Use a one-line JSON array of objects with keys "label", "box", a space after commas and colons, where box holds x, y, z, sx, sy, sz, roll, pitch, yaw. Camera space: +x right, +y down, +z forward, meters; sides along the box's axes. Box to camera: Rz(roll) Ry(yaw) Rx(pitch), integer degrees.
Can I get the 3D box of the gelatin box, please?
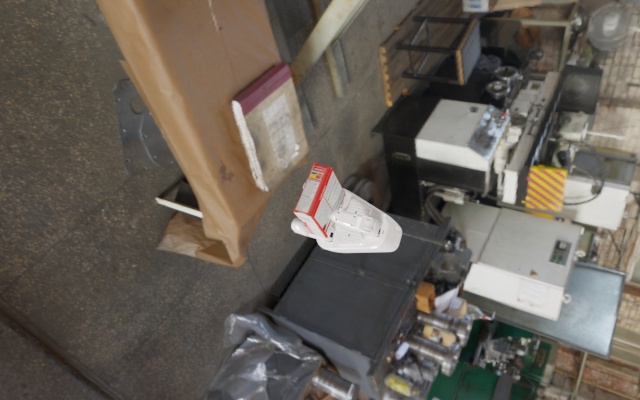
[{"label": "gelatin box", "box": [0.000, 0.002, 0.649, 0.030, 0.073, 0.089, 16, -17, 21]}]
